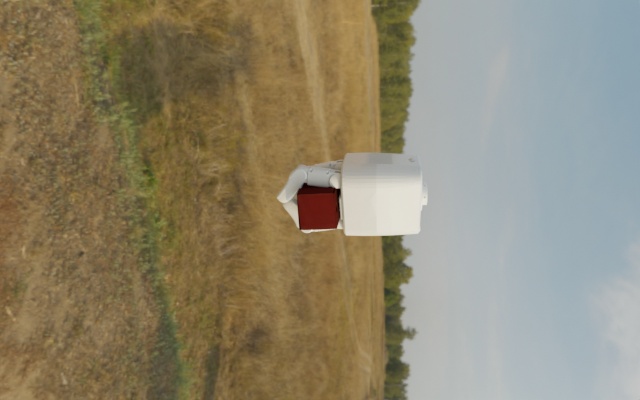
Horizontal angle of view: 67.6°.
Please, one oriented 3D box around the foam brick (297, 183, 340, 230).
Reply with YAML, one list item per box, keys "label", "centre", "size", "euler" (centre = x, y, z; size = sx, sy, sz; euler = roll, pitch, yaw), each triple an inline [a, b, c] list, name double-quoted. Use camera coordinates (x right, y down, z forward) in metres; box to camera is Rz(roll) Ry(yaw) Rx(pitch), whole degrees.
- label: "foam brick"
  centre: [0.000, 0.002, 0.659]
  size: [0.051, 0.053, 0.078]
  euler: [-1, 20, 8]
